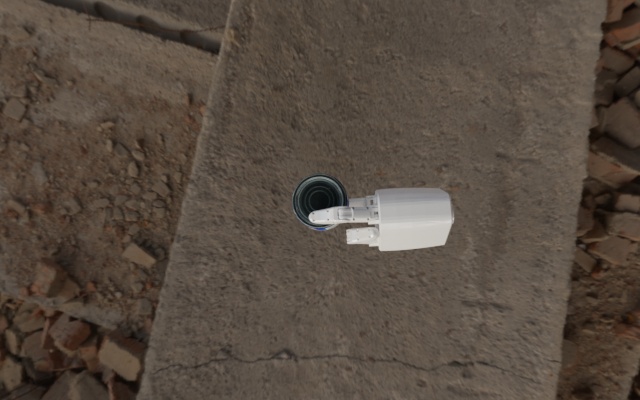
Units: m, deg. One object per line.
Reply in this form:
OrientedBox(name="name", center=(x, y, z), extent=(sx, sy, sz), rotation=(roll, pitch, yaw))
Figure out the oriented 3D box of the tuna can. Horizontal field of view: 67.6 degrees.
OrientedBox(name="tuna can", center=(0.000, 0.002, 0.729), extent=(0.086, 0.086, 0.034), rotation=(0, -7, 8))
